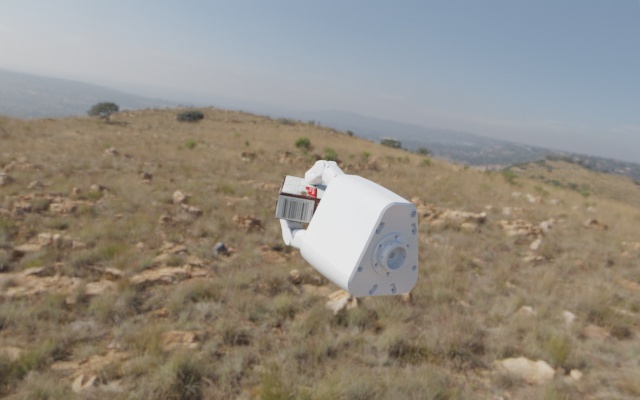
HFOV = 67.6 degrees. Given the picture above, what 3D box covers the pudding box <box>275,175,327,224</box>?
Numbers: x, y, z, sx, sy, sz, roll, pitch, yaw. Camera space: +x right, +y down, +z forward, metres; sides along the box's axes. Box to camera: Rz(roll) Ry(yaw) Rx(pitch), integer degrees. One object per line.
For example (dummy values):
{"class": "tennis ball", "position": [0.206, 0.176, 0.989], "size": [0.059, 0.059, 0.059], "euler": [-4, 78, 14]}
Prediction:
{"class": "pudding box", "position": [0.000, 0.002, 0.634], "size": [0.113, 0.039, 0.090], "euler": [11, 16, -3]}
